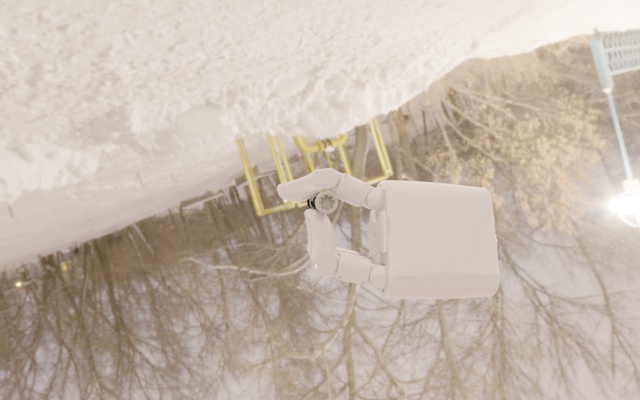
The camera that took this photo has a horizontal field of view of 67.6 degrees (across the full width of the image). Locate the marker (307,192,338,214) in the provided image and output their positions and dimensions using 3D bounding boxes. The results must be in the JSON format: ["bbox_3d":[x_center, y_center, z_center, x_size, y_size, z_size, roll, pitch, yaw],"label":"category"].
[{"bbox_3d":[0.000,0.002,0.462,0.020,0.020,0.121,0,0,-5],"label":"marker"}]
